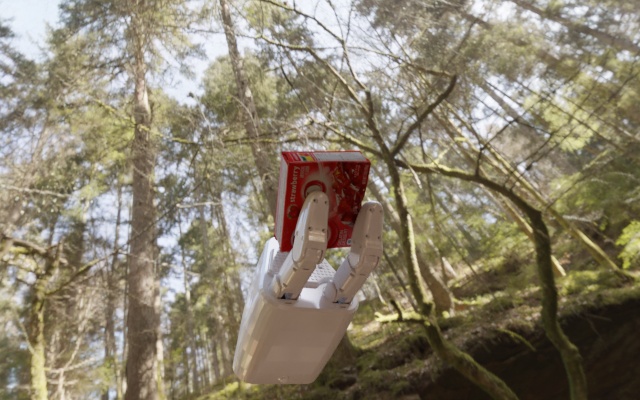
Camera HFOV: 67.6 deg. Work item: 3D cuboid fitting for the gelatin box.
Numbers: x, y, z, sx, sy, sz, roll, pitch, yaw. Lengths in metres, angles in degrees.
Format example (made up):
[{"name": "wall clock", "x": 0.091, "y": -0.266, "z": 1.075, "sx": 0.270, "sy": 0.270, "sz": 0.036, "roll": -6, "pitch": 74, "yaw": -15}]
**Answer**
[{"name": "gelatin box", "x": 0.000, "y": 0.001, "z": 0.421, "sx": 0.073, "sy": 0.089, "sz": 0.030, "roll": -2, "pitch": 29, "yaw": -18}]
